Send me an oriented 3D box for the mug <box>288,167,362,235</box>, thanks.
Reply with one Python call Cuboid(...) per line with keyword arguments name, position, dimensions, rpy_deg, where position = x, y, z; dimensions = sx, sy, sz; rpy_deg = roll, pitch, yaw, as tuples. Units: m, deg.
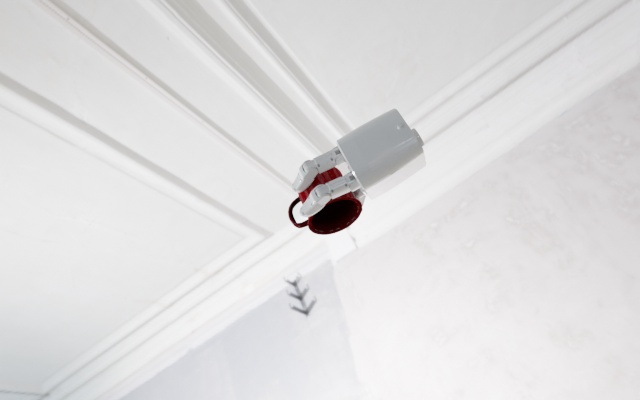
Cuboid(name="mug", position=(-0.001, 0.003, 0.784), dimensions=(0.117, 0.081, 0.093), rpy_deg=(-29, -36, 6))
